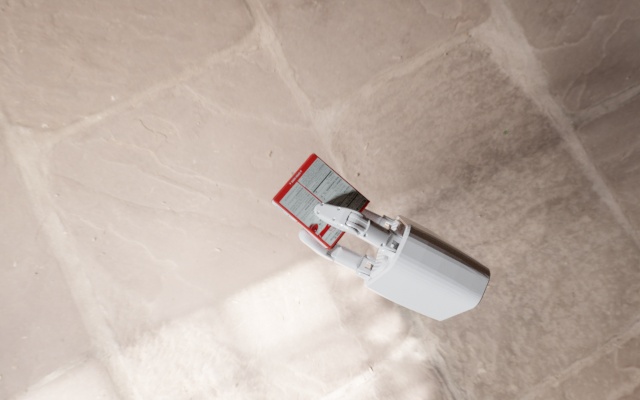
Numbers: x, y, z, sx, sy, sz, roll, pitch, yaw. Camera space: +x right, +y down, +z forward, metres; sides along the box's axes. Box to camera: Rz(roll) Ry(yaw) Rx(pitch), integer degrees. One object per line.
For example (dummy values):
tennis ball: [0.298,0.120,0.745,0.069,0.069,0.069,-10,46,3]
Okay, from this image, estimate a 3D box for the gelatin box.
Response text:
gelatin box: [0.000,0.002,0.550,0.089,0.073,0.030,41,-10,-3]
